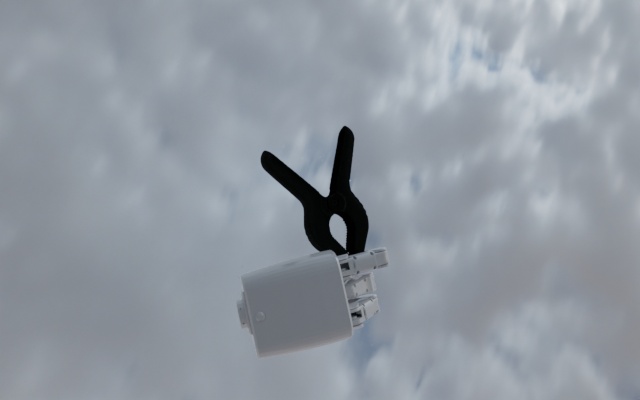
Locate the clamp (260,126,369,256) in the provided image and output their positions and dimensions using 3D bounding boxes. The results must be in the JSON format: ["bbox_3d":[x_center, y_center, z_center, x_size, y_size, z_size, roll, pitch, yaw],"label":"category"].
[{"bbox_3d":[0.000,0.002,0.561,0.120,0.171,0.039,-12,-6,-15],"label":"clamp"}]
